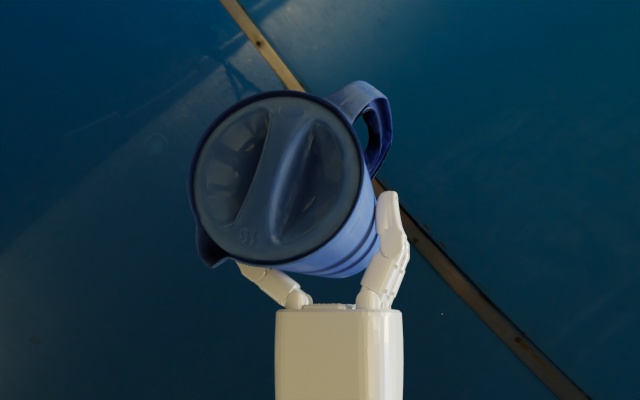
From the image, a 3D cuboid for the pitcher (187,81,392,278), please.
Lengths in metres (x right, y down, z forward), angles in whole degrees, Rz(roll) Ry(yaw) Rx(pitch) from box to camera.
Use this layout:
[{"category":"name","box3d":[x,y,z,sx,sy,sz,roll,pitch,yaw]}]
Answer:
[{"category":"pitcher","box3d":[0.000,0.002,0.447,0.149,0.145,0.243,-5,-15,13]}]
